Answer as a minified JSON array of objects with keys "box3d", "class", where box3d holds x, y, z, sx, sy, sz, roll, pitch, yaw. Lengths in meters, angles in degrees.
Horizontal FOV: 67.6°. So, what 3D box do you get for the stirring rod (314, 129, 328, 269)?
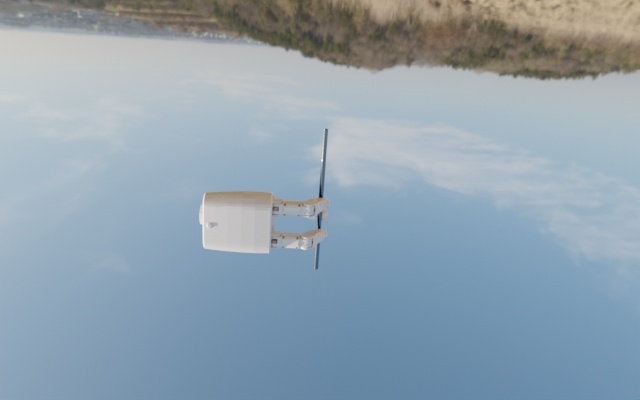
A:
[{"box3d":[0.000,0.002,0.784,0.011,0.240,0.011,4,18,-1],"class":"stirring rod"}]
